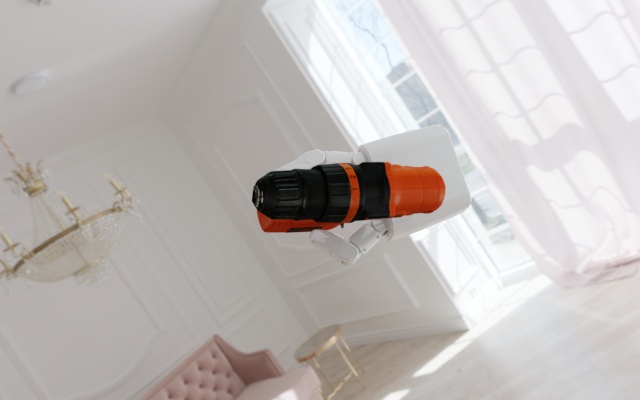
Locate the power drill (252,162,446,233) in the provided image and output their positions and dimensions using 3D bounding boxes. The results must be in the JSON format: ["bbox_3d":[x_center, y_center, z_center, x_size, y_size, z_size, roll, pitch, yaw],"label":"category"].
[{"bbox_3d":[0.000,0.002,0.478,0.184,0.057,0.187,-1,-5,-26],"label":"power drill"}]
